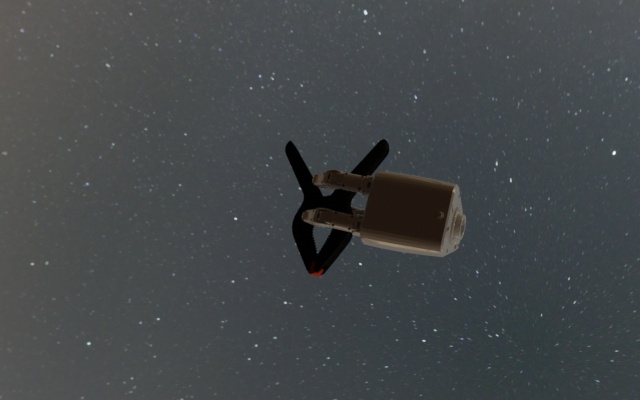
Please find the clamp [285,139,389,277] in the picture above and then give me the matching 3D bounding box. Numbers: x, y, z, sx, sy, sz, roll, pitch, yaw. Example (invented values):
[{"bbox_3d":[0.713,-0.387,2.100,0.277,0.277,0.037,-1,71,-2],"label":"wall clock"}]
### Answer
[{"bbox_3d":[0.001,0.003,0.694,0.164,0.210,0.036,10,-12,28],"label":"clamp"}]
